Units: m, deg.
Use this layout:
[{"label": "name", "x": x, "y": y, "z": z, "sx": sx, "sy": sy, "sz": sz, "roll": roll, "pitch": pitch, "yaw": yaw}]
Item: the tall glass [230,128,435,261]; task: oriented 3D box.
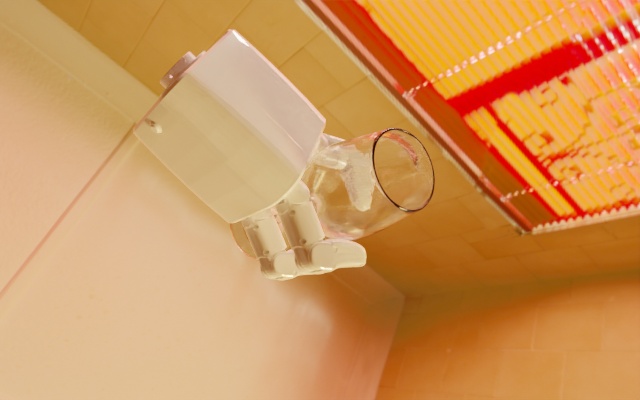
[{"label": "tall glass", "x": 0.000, "y": 0.002, "z": 0.409, "sx": 0.079, "sy": 0.079, "sz": 0.201, "roll": 0, "pitch": -13, "yaw": -38}]
